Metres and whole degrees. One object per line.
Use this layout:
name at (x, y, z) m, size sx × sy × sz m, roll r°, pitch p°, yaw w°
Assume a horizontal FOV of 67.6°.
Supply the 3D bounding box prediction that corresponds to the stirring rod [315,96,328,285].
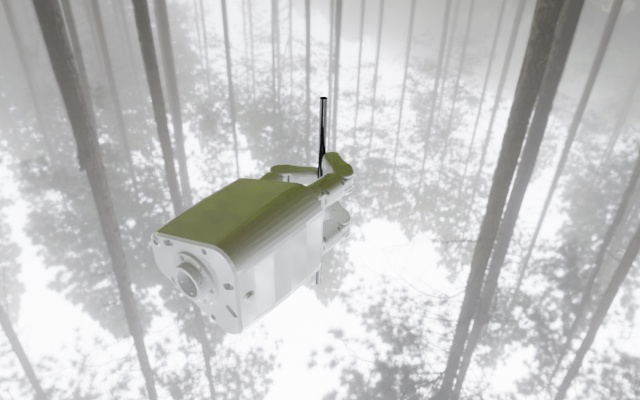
stirring rod at (0.000, 0.002, 0.524) m, size 0.011 × 0.240 × 0.011 m, roll 1°, pitch 34°, yaw -1°
